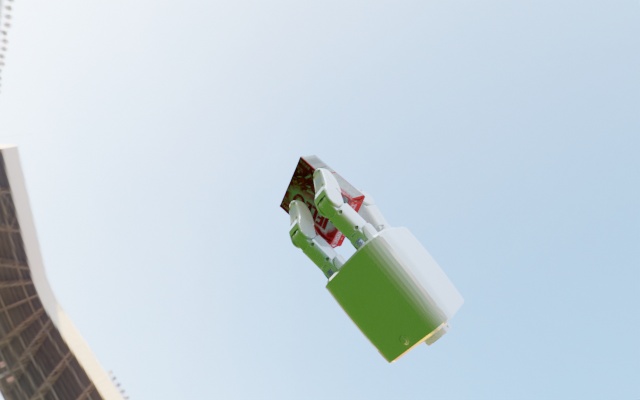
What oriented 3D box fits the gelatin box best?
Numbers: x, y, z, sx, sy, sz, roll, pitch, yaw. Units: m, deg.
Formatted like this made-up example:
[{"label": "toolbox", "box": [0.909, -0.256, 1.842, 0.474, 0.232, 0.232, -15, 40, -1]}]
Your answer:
[{"label": "gelatin box", "box": [0.000, 0.002, 0.550, 0.089, 0.073, 0.030, 42, 33, 27]}]
